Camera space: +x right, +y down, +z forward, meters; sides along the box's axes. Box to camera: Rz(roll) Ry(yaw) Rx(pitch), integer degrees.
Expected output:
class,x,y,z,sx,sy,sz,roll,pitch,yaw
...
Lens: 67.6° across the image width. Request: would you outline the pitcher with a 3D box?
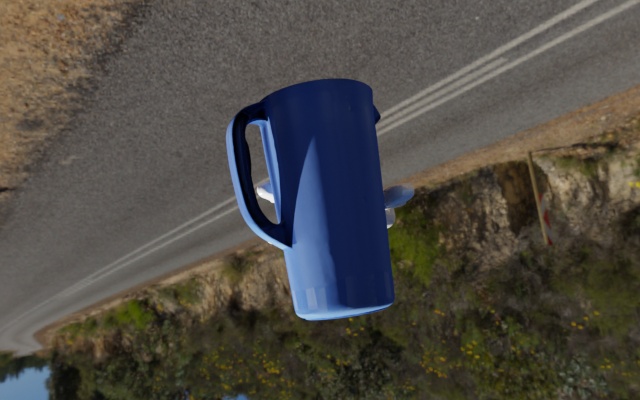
class,x,y,z,sx,sy,sz,roll,pitch,yaw
pitcher,0.000,0.002,0.520,0.149,0.243,0.145,-11,-8,15
